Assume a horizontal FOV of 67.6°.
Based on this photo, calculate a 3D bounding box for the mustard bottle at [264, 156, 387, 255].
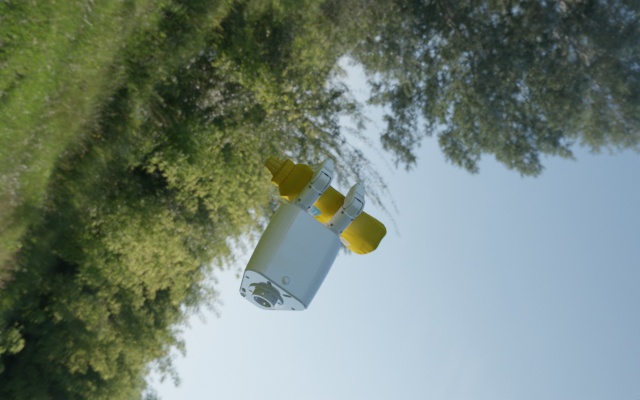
[{"bbox_3d":[0.000,0.002,0.684,0.191,0.058,0.096,37,-9,-12],"label":"mustard bottle"}]
